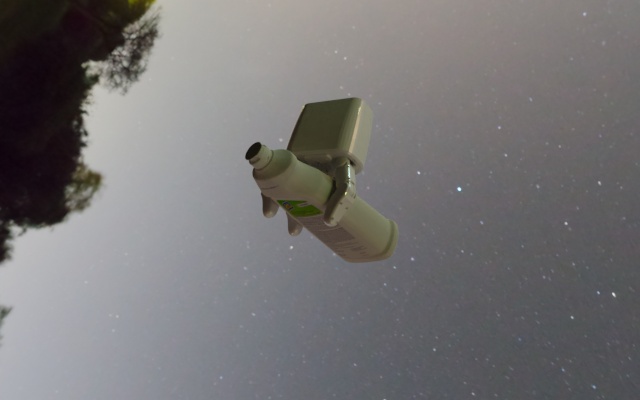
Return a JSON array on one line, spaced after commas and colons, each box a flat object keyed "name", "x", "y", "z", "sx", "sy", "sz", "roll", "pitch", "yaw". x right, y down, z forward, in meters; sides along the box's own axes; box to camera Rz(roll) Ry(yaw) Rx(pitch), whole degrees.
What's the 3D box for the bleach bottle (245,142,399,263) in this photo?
[{"name": "bleach bottle", "x": 0.000, "y": 0.002, "z": 0.663, "sx": 0.102, "sy": 0.068, "sz": 0.251, "roll": -14, "pitch": -41, "yaw": 39}]
